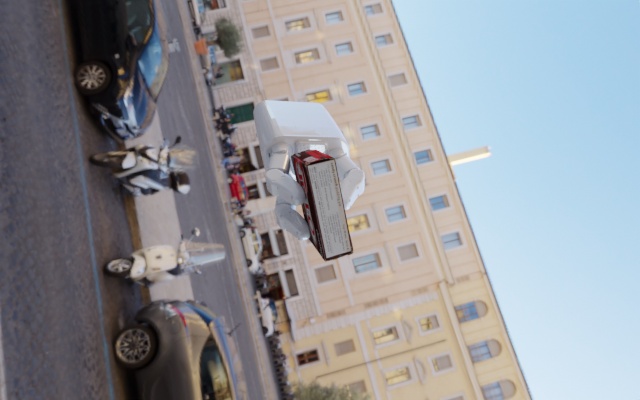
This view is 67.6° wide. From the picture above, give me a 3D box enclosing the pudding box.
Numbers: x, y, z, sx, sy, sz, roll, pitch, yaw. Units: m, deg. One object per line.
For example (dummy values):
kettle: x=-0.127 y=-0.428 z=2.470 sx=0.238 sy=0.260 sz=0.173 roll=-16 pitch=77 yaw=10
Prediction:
pudding box: x=0.000 y=0.002 z=0.549 sx=0.039 sy=0.113 sz=0.090 roll=-16 pitch=14 yaw=-9
